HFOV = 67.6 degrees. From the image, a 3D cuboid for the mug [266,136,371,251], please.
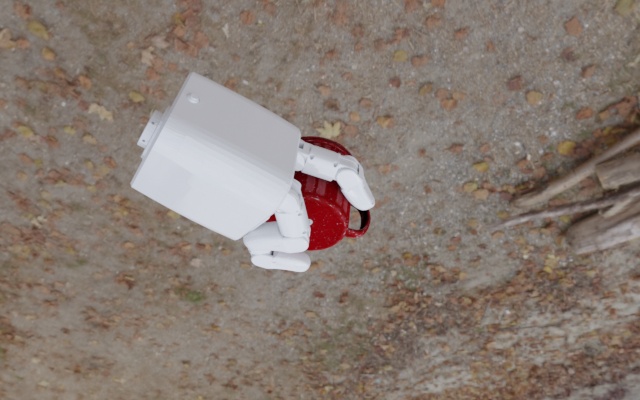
[{"bbox_3d":[0.001,0.002,0.487,0.117,0.081,0.093,28,-48,-19],"label":"mug"}]
